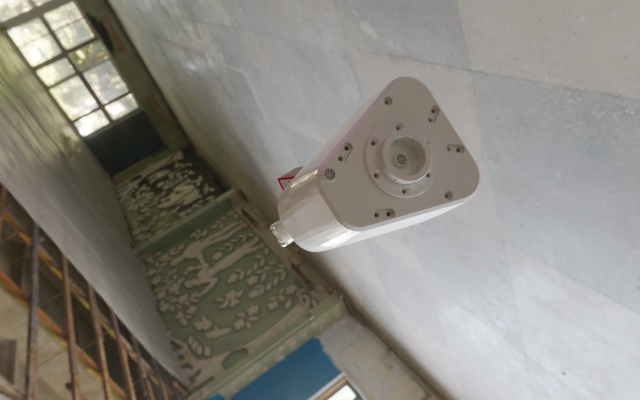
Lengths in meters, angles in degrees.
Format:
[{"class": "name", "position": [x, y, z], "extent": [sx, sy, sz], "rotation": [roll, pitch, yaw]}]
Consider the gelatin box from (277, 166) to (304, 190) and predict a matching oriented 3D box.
[{"class": "gelatin box", "position": [0.000, 0.002, 0.471], "extent": [0.030, 0.073, 0.089], "rotation": [-33, 13, -23]}]
